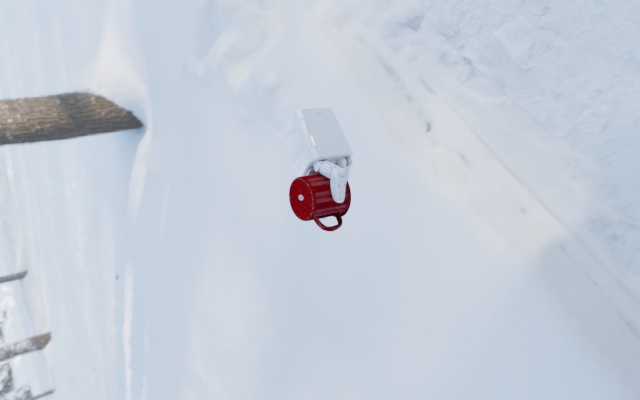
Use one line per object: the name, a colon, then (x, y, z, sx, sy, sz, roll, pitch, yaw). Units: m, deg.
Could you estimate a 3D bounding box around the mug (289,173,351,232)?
mug: (0.000, 0.004, 0.869, 0.081, 0.117, 0.093, -11, -18, -36)
